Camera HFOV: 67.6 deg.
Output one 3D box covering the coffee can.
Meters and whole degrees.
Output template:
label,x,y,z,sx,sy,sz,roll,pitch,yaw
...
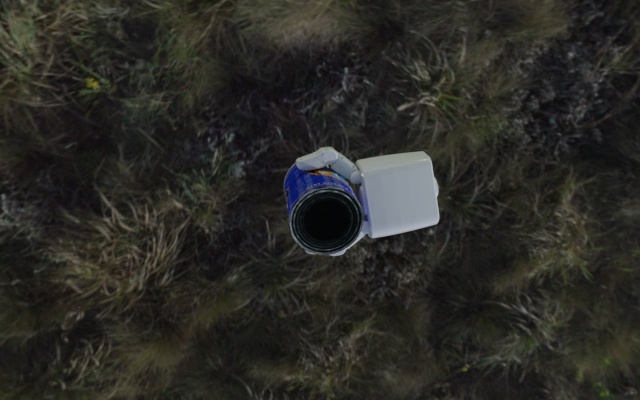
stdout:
label,x,y,z,sx,sy,sz,roll,pitch,yaw
coffee can,0.000,0.002,0.709,0.103,0.103,0.140,0,23,-7
